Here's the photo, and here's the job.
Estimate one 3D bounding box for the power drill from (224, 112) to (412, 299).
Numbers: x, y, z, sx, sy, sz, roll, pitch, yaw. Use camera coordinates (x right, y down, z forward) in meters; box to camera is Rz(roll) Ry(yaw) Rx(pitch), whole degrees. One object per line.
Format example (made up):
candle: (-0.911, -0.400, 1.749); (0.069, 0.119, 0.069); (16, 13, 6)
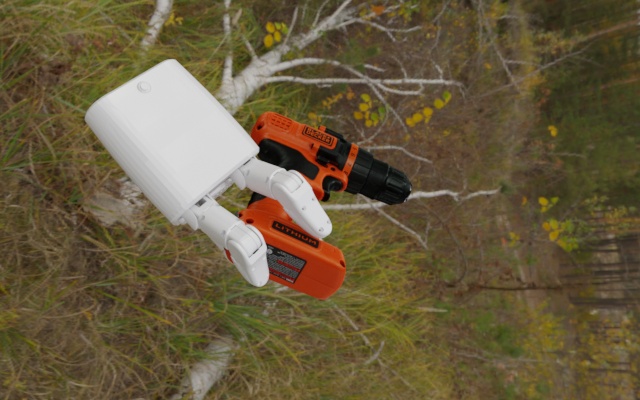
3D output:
power drill: (0.000, 0.002, 0.467); (0.184, 0.057, 0.187); (22, 41, -4)
